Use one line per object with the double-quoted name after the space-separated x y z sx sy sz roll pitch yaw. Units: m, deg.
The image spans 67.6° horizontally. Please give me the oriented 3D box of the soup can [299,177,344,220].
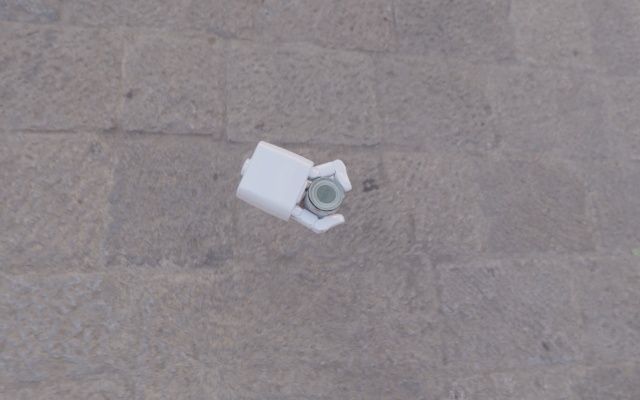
0.001 0.003 0.898 0.068 0.068 0.102 0 -19 -12 "soup can"
